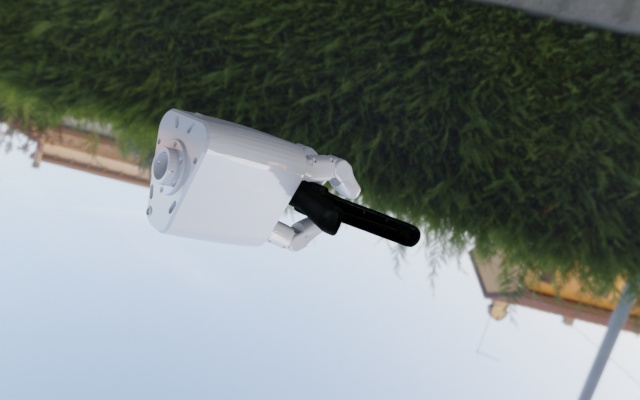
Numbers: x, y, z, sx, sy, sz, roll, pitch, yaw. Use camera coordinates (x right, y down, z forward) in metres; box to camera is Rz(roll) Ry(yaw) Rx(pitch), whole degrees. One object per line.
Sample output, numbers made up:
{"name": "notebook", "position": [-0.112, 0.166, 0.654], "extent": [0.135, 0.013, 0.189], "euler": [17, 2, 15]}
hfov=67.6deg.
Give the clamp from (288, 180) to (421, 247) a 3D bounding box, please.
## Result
{"name": "clamp", "position": [-0.001, 0.002, 0.529], "extent": [0.164, 0.036, 0.210], "euler": [16, 7, -45]}
